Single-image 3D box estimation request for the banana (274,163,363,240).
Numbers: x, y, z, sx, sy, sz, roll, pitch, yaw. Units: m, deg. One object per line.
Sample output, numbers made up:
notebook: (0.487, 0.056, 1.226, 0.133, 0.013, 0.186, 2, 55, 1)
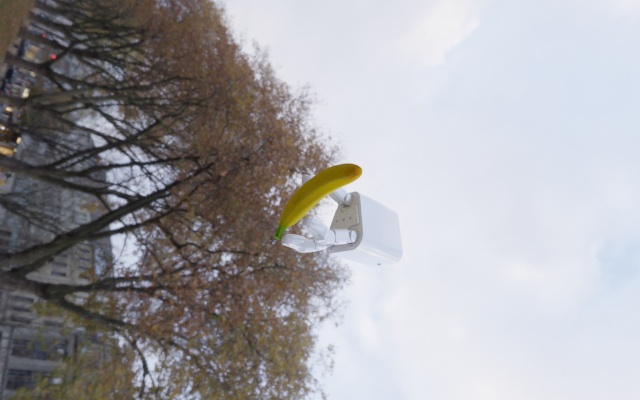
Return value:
banana: (-0.004, -0.010, 0.753, 0.037, 0.069, 0.198, 26, -51, -31)
